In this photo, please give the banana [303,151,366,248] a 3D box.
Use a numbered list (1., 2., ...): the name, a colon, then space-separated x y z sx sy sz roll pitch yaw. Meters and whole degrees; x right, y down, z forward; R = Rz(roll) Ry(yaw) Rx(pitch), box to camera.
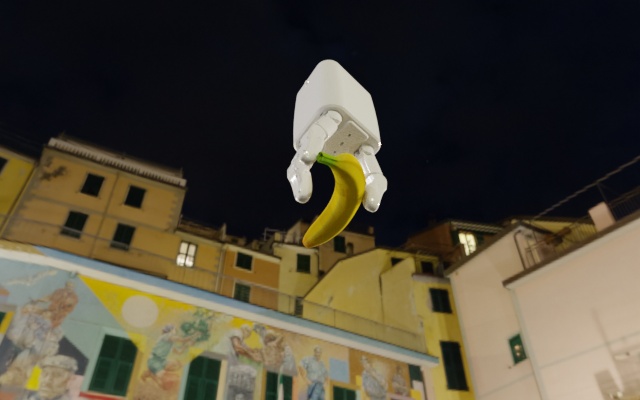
1. banana: 0.019 0.000 0.616 0.069 0.037 0.198 1 -38 -7
